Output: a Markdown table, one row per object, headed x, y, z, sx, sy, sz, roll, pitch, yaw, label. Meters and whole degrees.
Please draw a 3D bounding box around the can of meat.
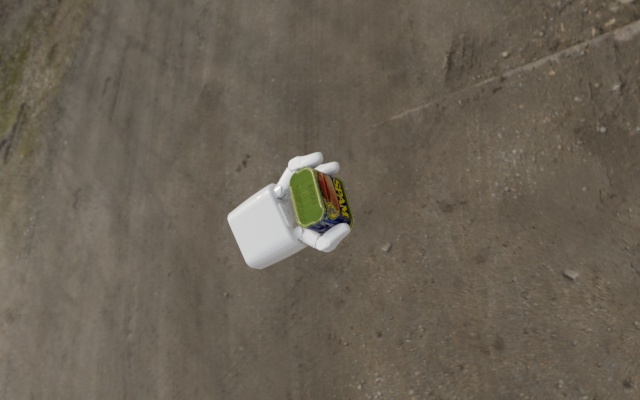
| x | y | z | sx | sy | sz | roll | pitch | yaw | label |
| --- | --- | --- | --- | --- | --- | --- | --- | --- | --- |
| 0.000 | 0.002 | 0.759 | 0.057 | 0.102 | 0.084 | -28 | -27 | 28 | can of meat |
